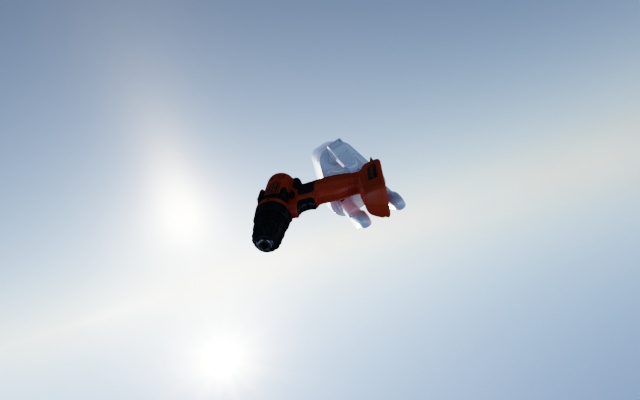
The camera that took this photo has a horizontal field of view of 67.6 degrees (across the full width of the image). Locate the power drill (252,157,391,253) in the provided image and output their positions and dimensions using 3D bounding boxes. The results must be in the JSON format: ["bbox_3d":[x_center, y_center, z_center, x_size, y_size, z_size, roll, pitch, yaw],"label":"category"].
[{"bbox_3d":[0.001,0.002,0.670,0.187,0.057,0.184,-9,29,8],"label":"power drill"}]
